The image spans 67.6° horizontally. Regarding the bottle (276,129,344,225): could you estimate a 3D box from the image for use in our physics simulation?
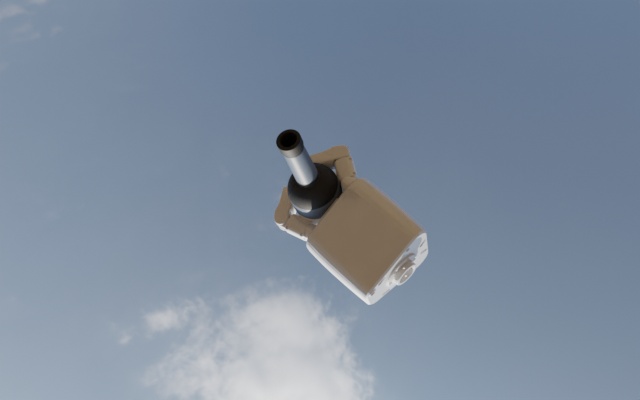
[{"bbox_3d":[0.000,0.002,0.629,0.069,0.069,0.296,0,-27,15],"label":"bottle"}]
